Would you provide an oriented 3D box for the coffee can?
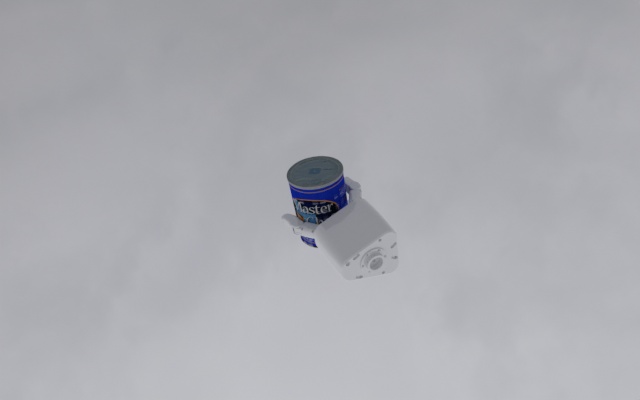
[{"bbox_3d":[0.000,0.003,0.889,0.103,0.140,0.102,-7,35,5],"label":"coffee can"}]
